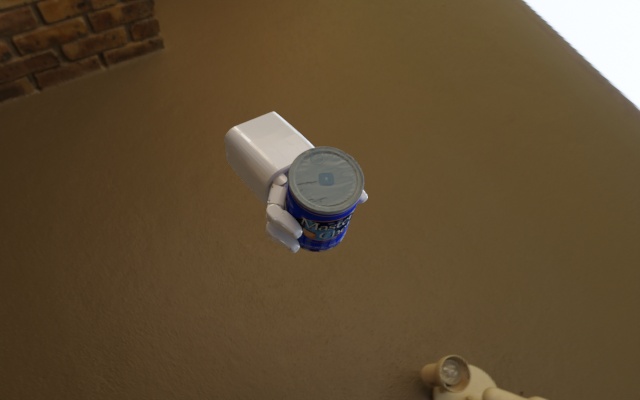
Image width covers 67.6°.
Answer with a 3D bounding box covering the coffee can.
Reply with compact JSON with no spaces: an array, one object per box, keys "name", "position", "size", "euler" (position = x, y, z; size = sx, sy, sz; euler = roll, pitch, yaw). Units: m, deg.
[{"name":"coffee can","position":[0.000,0.002,0.696],"size":[0.103,0.102,0.140],"euler":[0,-27,-7]}]
